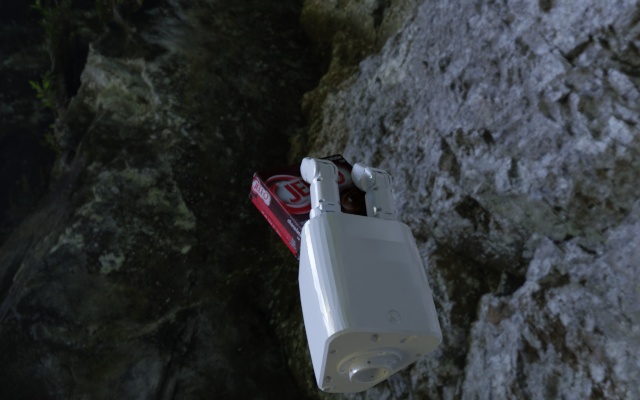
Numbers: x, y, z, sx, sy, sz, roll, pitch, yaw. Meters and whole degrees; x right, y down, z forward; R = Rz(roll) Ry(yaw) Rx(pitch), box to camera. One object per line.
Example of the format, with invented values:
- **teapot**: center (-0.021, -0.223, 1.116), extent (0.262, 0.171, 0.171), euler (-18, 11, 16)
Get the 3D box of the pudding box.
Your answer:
- **pudding box**: center (0.000, 0.002, 0.472), extent (0.113, 0.039, 0.090), euler (-15, 52, -39)
